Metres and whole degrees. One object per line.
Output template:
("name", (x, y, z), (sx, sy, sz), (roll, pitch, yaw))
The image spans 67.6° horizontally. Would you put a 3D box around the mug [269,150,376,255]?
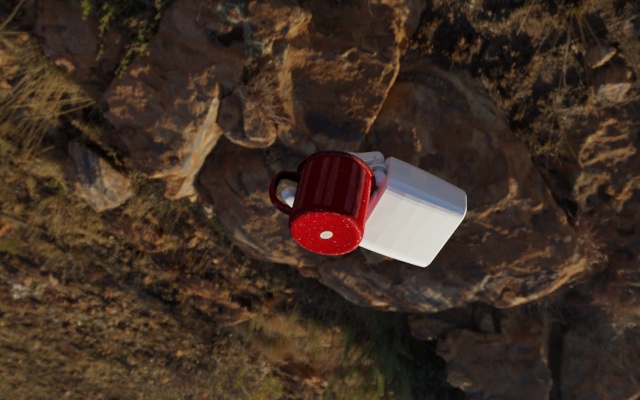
("mug", (-0.001, 0.001, 0.525), (0.117, 0.081, 0.093), (20, -41, -8))
